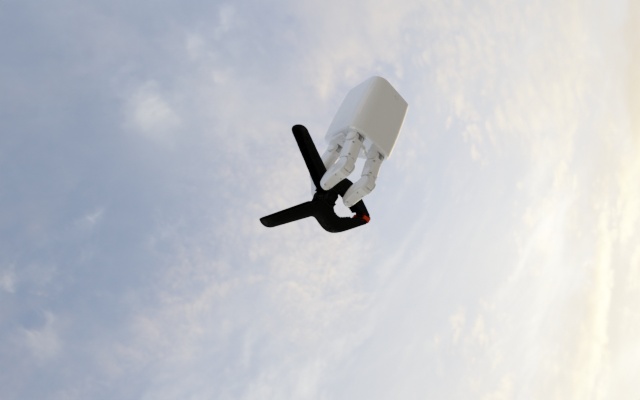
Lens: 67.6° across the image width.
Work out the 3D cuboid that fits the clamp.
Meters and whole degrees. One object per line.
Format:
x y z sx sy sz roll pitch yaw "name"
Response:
0.000 0.003 0.760 0.036 0.164 0.210 4 -26 49 "clamp"
